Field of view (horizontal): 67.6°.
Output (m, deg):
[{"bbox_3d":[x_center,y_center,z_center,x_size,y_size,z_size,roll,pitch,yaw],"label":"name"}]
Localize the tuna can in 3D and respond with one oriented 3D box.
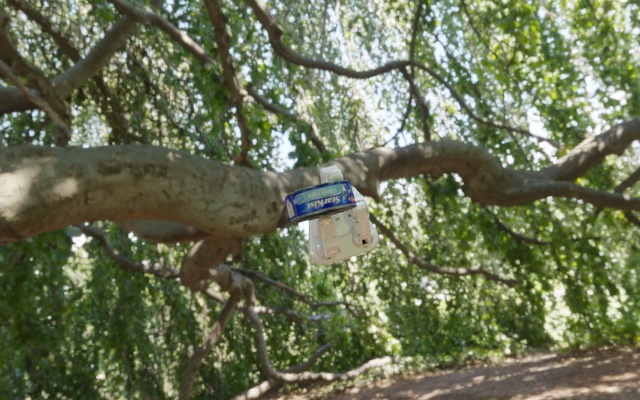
[{"bbox_3d":[0.000,0.001,0.592,0.086,0.033,0.086,-14,-6,-1],"label":"tuna can"}]
